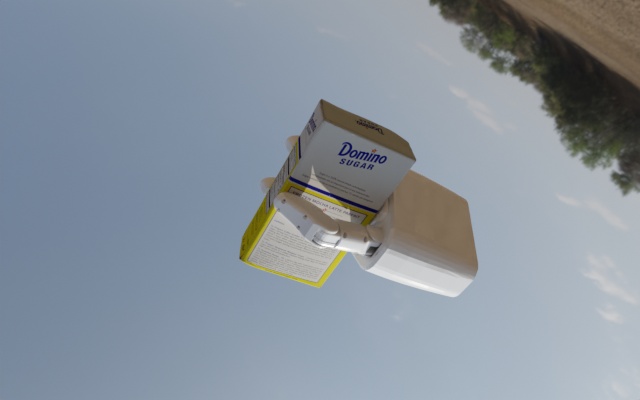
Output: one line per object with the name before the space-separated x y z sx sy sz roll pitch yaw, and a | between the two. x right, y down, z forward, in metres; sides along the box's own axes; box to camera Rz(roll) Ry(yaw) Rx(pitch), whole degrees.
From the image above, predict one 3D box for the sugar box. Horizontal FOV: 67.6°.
sugar box | 0.000 0.001 0.449 0.093 0.176 0.048 21 31 -20
